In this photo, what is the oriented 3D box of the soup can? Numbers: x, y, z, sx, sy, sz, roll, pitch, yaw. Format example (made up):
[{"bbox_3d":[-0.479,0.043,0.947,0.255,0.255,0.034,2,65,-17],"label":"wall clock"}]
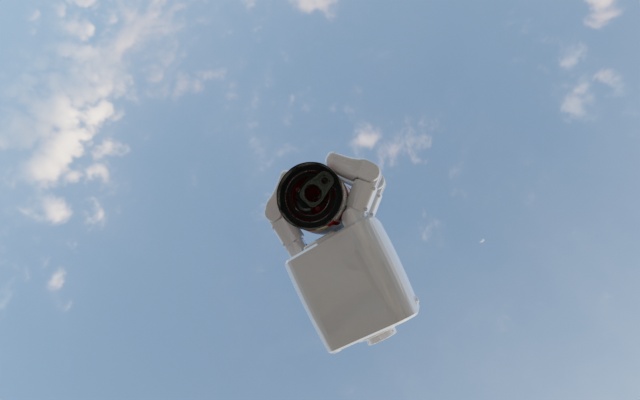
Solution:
[{"bbox_3d":[0.000,0.001,0.514,0.068,0.068,0.102,0,-7,12],"label":"soup can"}]
